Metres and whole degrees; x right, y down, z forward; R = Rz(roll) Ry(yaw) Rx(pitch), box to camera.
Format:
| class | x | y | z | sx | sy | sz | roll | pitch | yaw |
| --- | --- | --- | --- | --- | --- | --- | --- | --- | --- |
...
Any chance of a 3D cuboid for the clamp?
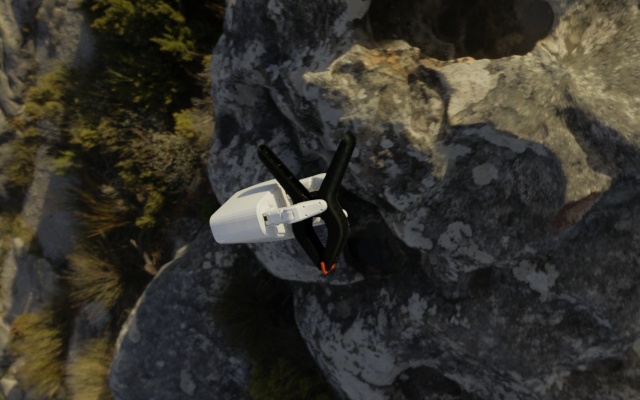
| class | x | y | z | sx | sy | sz | roll | pitch | yaw |
| --- | --- | --- | --- | --- | --- | --- | --- | --- | --- |
| clamp | 0.000 | 0.003 | 0.692 | 0.164 | 0.210 | 0.036 | -12 | 8 | 35 |
